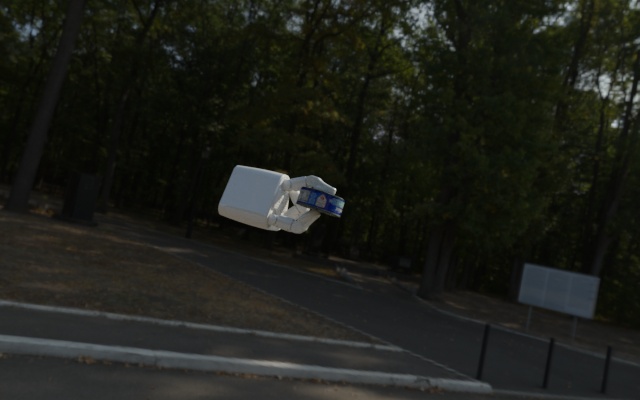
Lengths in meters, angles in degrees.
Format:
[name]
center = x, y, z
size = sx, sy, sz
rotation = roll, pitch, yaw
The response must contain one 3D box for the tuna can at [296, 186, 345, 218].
[tuna can]
center = 0.000, 0.002, 0.873
size = 0.086, 0.034, 0.086
rotation = 18, -4, 1
